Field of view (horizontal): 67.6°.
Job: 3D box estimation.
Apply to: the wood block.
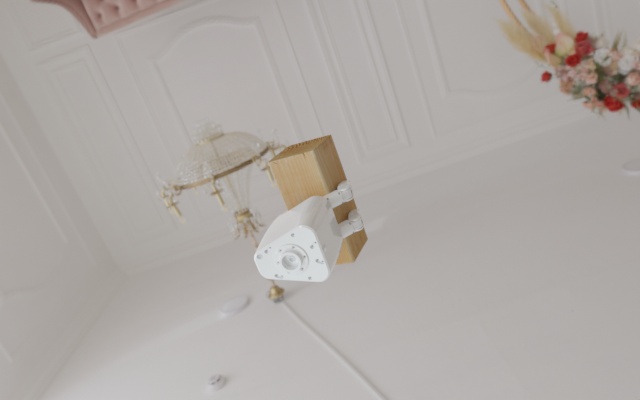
[{"bbox_3d":[0.000,0.003,0.834,0.091,0.206,0.090,-11,20,27],"label":"wood block"}]
